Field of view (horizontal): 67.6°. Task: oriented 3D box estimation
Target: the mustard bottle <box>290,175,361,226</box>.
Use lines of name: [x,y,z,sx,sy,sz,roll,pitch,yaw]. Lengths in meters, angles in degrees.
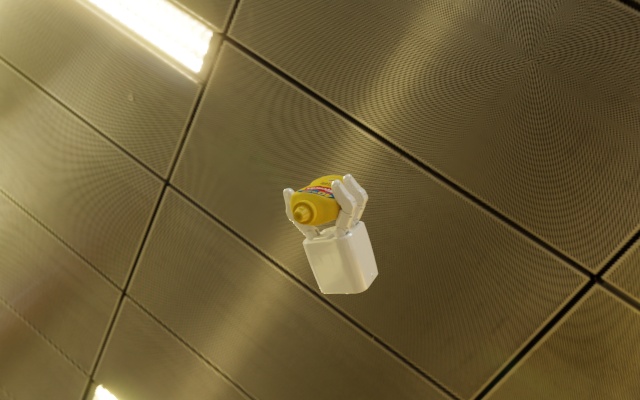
mustard bottle: [0.000,0.002,0.857,0.096,0.058,0.191,12,20,20]
